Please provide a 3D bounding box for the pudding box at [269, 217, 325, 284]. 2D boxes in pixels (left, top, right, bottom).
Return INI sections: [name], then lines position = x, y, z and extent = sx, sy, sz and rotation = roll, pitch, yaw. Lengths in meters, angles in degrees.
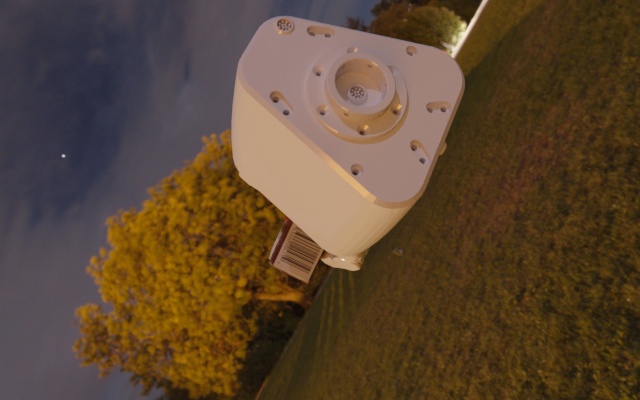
[pudding box]
position = 0.000, 0.001, 0.402
extent = 0.039, 0.113, 0.090
rotation = 27, 9, -2
